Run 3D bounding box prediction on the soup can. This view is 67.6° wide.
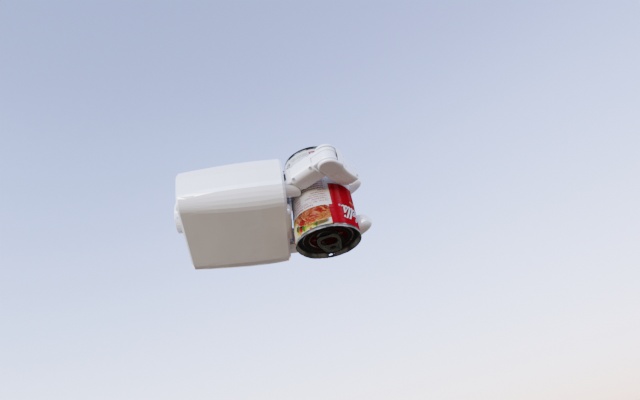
[{"bbox_3d":[0.001,0.001,0.508,0.068,0.102,0.069,-8,-33,-5],"label":"soup can"}]
